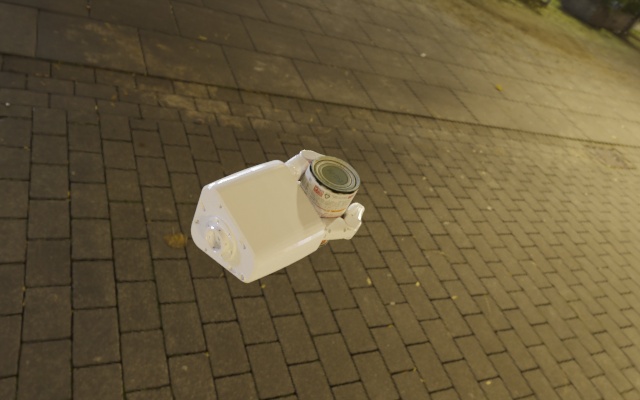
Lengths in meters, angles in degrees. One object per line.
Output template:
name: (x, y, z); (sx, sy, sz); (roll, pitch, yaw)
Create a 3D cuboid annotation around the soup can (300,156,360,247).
soup can: (0.001, 0.002, 0.610); (0.068, 0.068, 0.102); (0, -44, -31)
